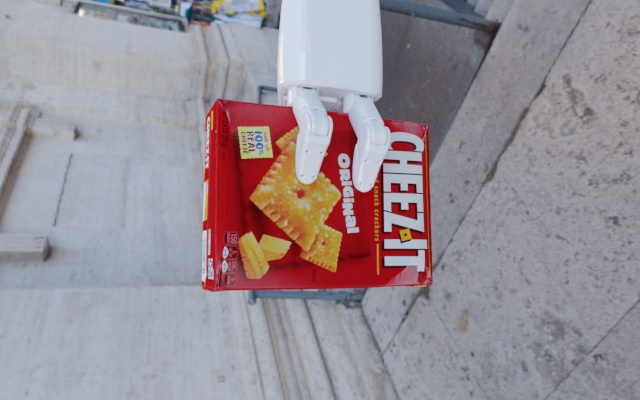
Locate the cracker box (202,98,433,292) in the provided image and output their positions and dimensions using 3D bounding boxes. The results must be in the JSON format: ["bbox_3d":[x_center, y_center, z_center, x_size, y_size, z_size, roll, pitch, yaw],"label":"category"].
[{"bbox_3d":[0.000,0.001,0.454,0.214,0.164,0.072,3,-7,-21],"label":"cracker box"}]
